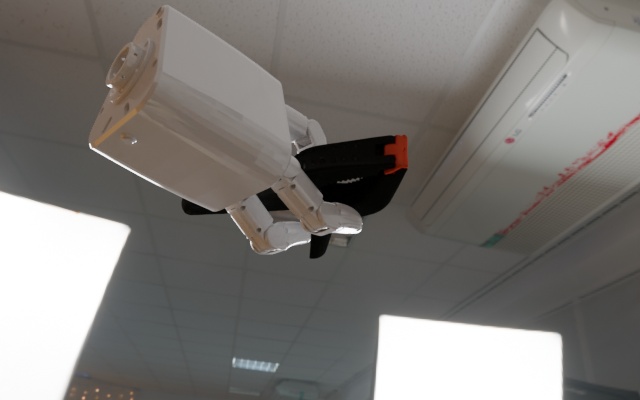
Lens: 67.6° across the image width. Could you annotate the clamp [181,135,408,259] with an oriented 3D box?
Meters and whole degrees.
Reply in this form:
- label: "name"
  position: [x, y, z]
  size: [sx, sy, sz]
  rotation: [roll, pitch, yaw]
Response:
- label: "clamp"
  position: [0.000, 0.000, 0.425]
  size: [0.210, 0.036, 0.165]
  rotation: [-22, -36, 38]
